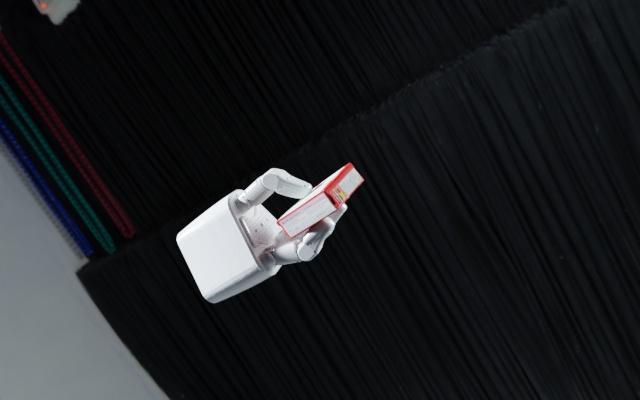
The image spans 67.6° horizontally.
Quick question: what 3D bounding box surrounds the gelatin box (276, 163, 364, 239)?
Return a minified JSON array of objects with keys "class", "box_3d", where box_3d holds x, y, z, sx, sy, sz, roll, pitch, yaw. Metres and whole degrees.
[{"class":"gelatin box","box_3d":[0.000,0.001,0.557,0.089,0.030,0.073,-34,7,39]}]
